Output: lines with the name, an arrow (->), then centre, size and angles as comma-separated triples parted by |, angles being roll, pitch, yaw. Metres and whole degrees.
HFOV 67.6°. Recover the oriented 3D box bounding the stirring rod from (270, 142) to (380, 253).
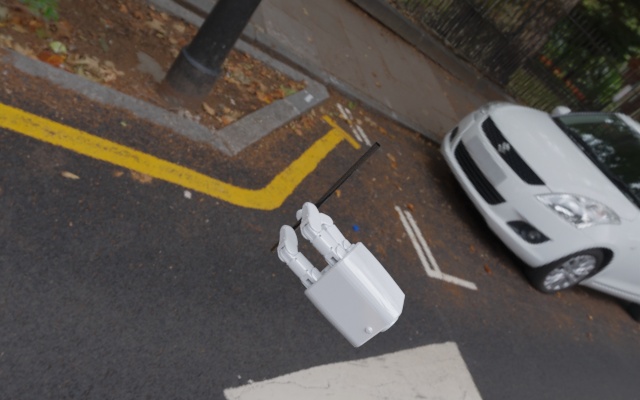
stirring rod -> 0.000, 0.002, 0.674 | 0.011, 0.011, 0.240 | 0, -38, -52
